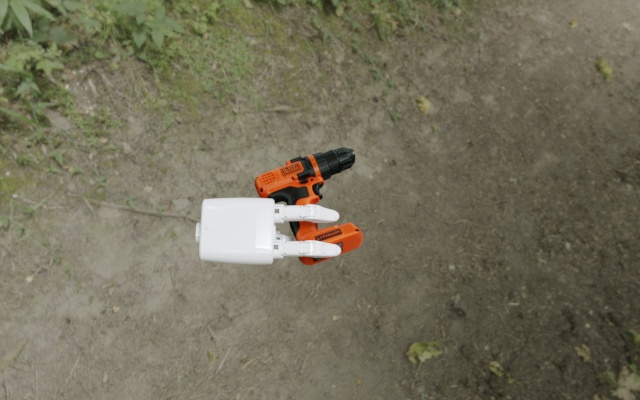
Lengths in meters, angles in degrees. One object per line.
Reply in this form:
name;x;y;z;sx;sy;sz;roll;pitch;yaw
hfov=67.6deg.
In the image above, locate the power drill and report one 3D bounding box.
power drill;0.000;0.003;0.798;0.184;0.187;0.057;-21;-33;-7
